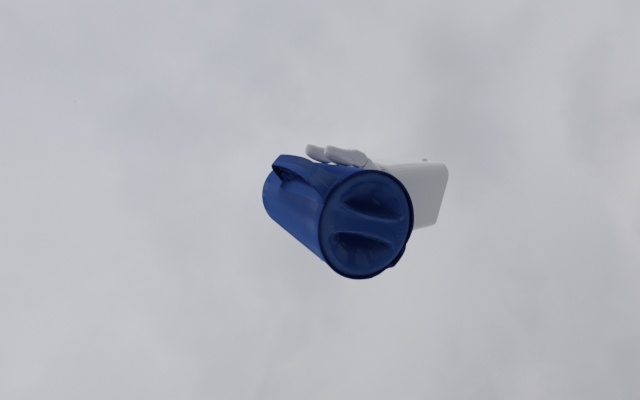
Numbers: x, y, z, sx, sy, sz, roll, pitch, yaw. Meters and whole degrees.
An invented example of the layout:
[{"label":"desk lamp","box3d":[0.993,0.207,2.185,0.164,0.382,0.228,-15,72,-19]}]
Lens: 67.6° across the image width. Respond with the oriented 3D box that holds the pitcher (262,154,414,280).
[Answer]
[{"label":"pitcher","box3d":[0.000,0.002,0.657,0.145,0.149,0.243,-8,14,-25]}]
